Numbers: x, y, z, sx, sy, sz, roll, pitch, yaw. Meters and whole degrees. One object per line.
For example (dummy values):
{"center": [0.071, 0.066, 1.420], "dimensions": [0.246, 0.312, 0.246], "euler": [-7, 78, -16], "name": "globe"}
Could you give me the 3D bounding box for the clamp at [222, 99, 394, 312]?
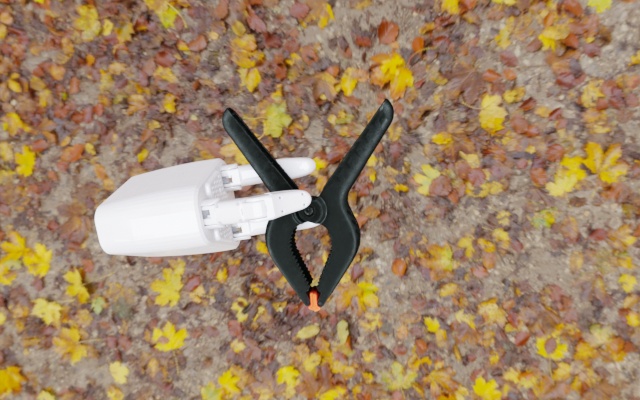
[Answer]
{"center": [0.000, 0.002, 0.465], "dimensions": [0.164, 0.210, 0.036], "euler": [-8, 7, 10], "name": "clamp"}
